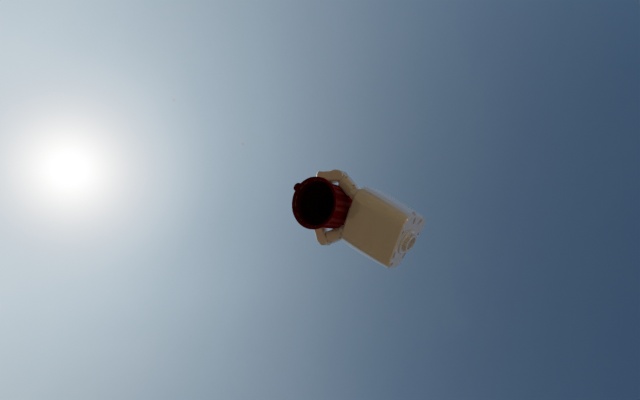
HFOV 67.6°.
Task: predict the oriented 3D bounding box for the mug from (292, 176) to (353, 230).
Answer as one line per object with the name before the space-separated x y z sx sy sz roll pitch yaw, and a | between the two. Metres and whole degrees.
mug | -0.001 0.002 0.869 0.117 0.093 0.081 33 11 31
